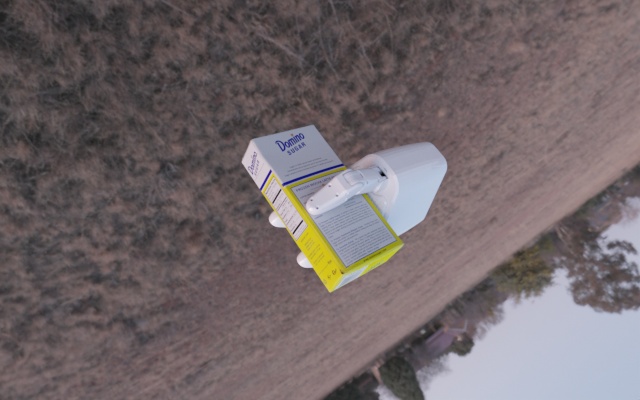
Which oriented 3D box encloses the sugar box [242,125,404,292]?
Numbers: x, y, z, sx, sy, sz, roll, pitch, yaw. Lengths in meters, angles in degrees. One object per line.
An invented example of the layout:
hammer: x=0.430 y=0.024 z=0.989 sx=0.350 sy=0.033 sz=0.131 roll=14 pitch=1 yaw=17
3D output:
sugar box: x=0.000 y=0.002 z=0.518 sx=0.093 sy=0.176 sz=0.048 roll=-20 pitch=-25 yaw=-39
